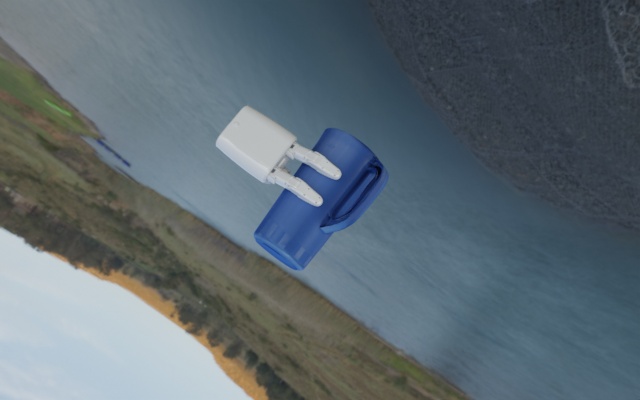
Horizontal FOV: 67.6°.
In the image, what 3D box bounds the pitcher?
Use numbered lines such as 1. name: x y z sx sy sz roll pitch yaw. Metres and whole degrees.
1. pitcher: 0.000 0.003 0.842 0.145 0.242 0.149 36 -13 2
